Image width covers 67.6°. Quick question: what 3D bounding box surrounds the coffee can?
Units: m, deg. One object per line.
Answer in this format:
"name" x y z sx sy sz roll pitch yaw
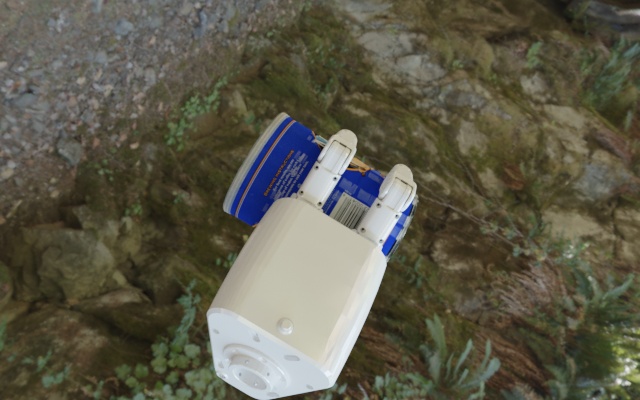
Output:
"coffee can" 0.000 0.001 0.429 0.140 0.103 0.103 31 -1 -1
